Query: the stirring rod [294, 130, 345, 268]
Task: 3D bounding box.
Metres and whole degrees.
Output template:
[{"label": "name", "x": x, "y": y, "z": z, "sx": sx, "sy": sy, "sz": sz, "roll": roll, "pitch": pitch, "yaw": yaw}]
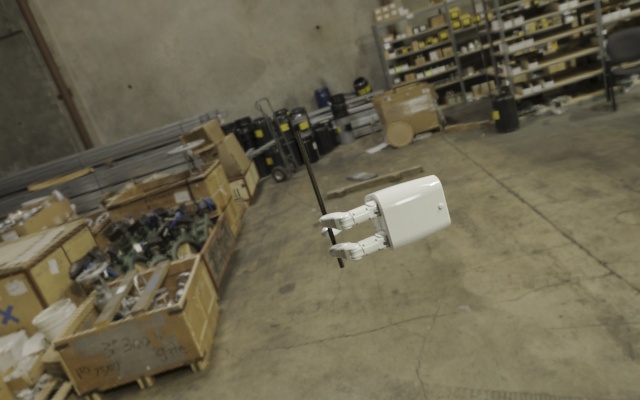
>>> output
[{"label": "stirring rod", "x": 0.000, "y": 0.003, "z": 0.766, "sx": 0.011, "sy": 0.239, "sz": 0.011, "roll": -17, "pitch": 17, "yaw": 5}]
